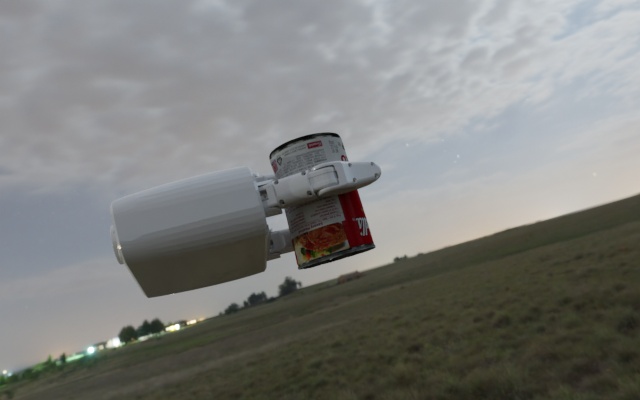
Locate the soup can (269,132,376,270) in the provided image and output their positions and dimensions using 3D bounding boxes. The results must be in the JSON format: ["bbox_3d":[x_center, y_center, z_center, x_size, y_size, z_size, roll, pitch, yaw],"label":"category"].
[{"bbox_3d":[0.000,0.001,0.410,0.068,0.102,0.068,-16,-10,-3],"label":"soup can"}]
